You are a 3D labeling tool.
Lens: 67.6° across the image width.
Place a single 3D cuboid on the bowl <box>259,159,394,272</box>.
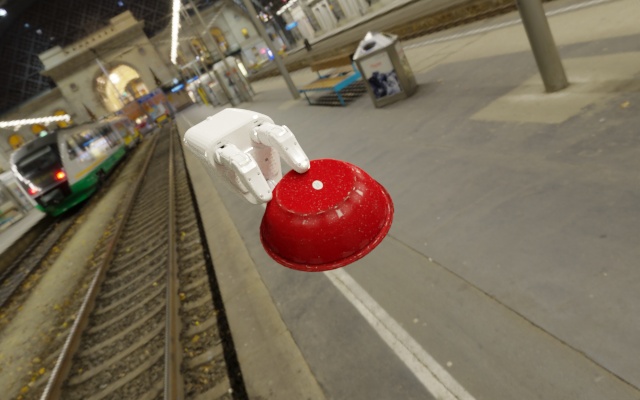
[{"bbox_3d":[0.001,0.002,0.546,0.162,0.055,0.162,-9,43,9],"label":"bowl"}]
